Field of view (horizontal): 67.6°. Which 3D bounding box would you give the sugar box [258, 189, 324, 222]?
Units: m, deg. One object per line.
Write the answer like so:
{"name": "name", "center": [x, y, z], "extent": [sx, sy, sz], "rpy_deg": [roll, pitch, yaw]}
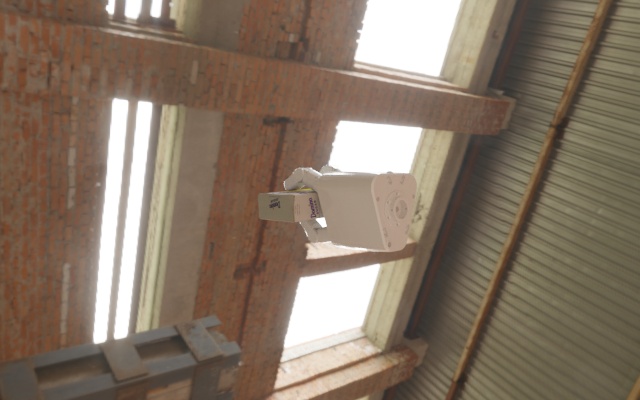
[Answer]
{"name": "sugar box", "center": [0.000, 0.002, 0.751], "extent": [0.176, 0.048, 0.093], "rpy_deg": [-3, 4, -41]}
